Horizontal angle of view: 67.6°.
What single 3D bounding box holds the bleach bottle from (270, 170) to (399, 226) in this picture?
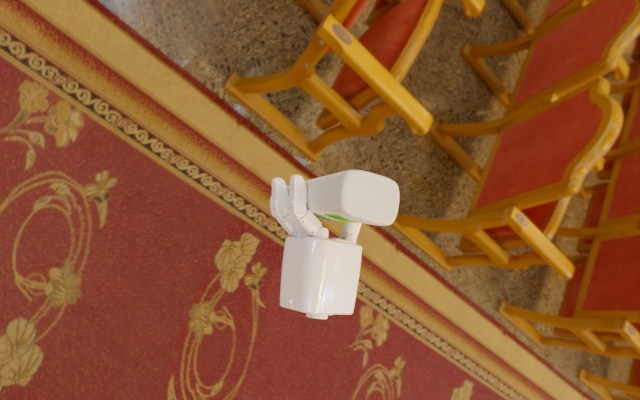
[{"bbox_3d":[0.000,0.002,0.734,0.102,0.068,0.251,14,-11,-31],"label":"bleach bottle"}]
